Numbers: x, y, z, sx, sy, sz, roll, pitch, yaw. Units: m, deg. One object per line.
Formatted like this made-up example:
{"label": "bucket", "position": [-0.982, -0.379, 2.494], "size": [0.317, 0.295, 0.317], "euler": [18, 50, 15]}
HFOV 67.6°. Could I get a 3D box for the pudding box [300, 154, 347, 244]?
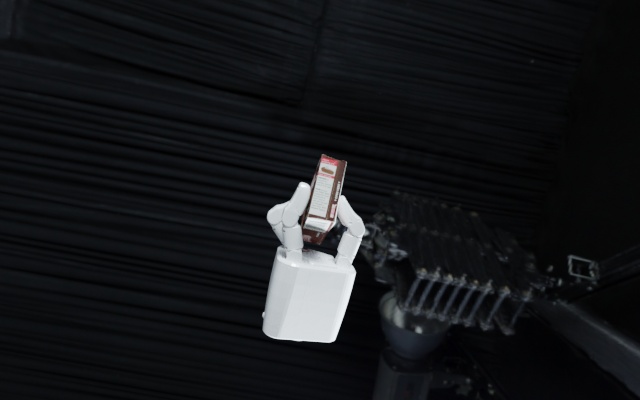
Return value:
{"label": "pudding box", "position": [0.000, 0.002, 0.652], "size": [0.039, 0.090, 0.113], "euler": [14, -21, -7]}
